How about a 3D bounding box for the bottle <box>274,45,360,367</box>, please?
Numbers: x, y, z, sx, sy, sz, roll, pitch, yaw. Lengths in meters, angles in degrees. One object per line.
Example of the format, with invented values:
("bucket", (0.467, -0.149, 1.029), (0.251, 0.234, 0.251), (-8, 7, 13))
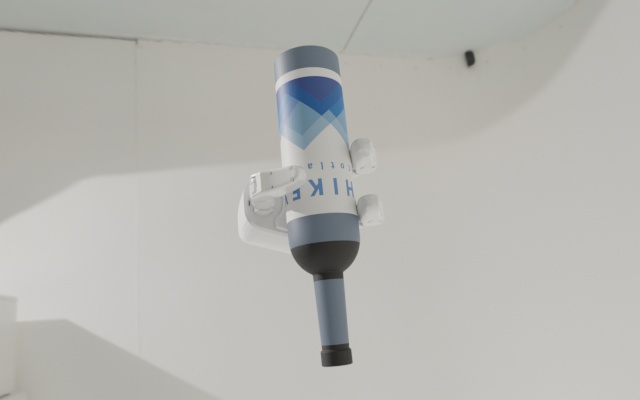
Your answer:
("bottle", (0.000, 0.001, 0.451), (0.069, 0.295, 0.069), (-6, -14, -1))
